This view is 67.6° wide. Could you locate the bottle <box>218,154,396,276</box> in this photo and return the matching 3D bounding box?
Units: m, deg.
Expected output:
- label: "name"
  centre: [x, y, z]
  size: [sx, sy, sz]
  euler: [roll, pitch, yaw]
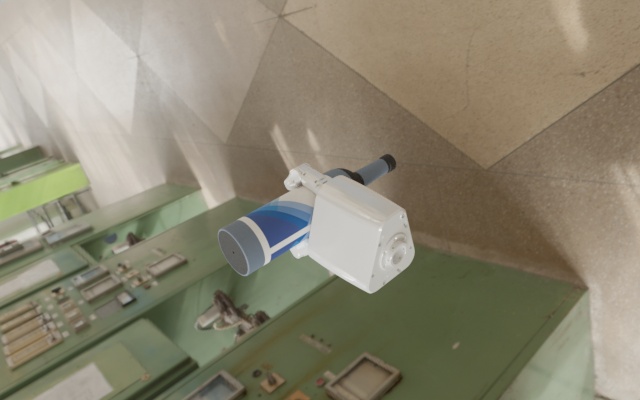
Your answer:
- label: "bottle"
  centre: [0.000, 0.002, 0.665]
  size: [0.295, 0.069, 0.069]
  euler: [-30, 17, -32]
